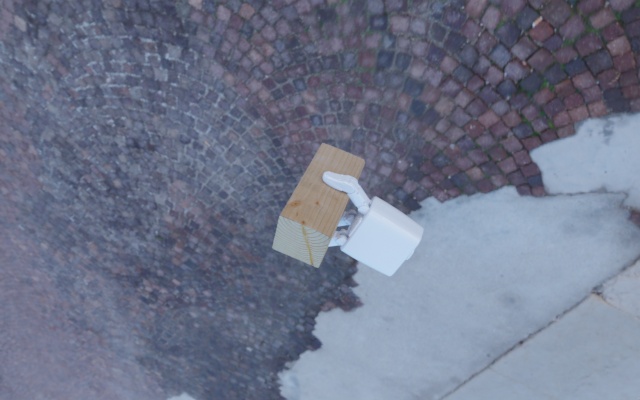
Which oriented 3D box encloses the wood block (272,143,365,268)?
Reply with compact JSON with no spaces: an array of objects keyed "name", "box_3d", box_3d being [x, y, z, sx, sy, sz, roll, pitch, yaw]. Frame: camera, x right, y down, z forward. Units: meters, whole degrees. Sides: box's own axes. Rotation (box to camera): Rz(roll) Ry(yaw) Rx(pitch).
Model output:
[{"name":"wood block","box_3d":[0.001,0.003,0.851,0.090,0.091,0.206,23,46,4]}]
